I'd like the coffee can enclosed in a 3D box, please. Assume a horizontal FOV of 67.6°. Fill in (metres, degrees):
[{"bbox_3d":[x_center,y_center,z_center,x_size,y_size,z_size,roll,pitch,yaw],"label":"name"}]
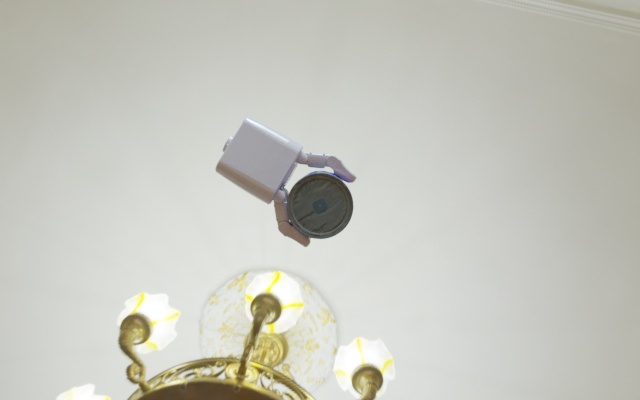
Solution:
[{"bbox_3d":[0.000,0.003,0.796,0.103,0.103,0.140,0,5,1],"label":"coffee can"}]
